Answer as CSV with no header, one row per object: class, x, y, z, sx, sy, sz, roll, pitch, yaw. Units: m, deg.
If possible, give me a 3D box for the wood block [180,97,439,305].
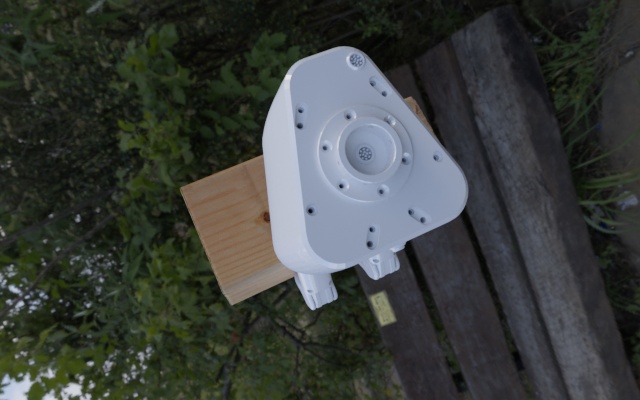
wood block,0.000,0.001,0.411,0.206,0.090,0.090,-23,-14,-13
